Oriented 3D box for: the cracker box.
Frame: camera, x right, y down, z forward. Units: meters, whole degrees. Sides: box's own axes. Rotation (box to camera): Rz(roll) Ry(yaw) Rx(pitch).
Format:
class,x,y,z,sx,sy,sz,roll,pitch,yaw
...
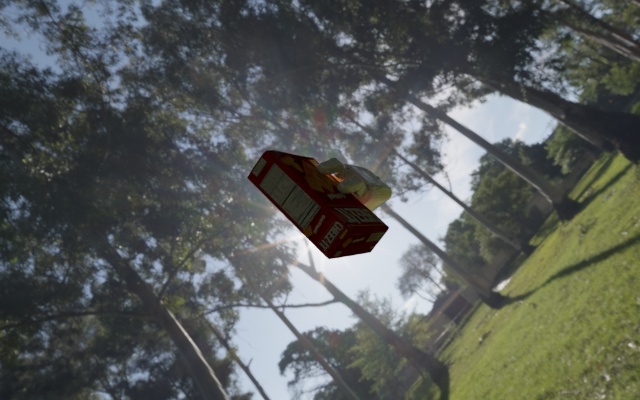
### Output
class,x,y,z,sx,sy,sz,roll,pitch,yaw
cracker box,0.000,0.003,0.844,0.213,0.072,0.164,43,19,24
